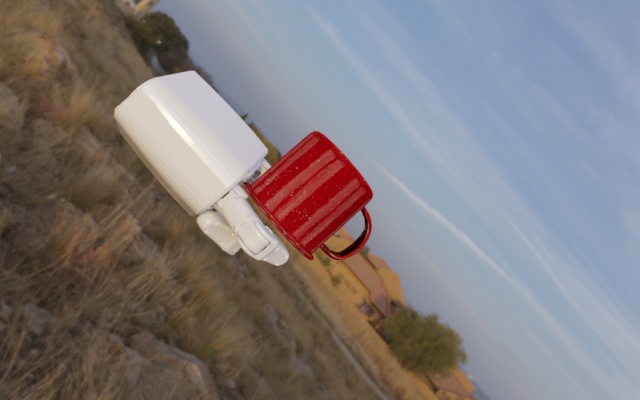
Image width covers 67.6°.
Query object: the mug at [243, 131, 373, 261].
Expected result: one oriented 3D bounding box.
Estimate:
[{"bbox_3d":[0.001,0.002,0.429,0.081,0.117,0.093,-41,11,0],"label":"mug"}]
